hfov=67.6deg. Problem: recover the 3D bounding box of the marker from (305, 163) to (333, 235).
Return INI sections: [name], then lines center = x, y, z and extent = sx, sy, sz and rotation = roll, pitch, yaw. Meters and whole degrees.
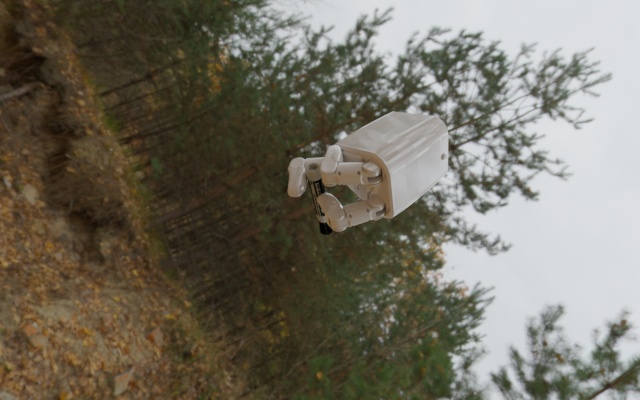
[marker]
center = 0.000, 0.002, 0.628
extent = 0.020, 0.121, 0.020
rotation = -7, 43, 6
